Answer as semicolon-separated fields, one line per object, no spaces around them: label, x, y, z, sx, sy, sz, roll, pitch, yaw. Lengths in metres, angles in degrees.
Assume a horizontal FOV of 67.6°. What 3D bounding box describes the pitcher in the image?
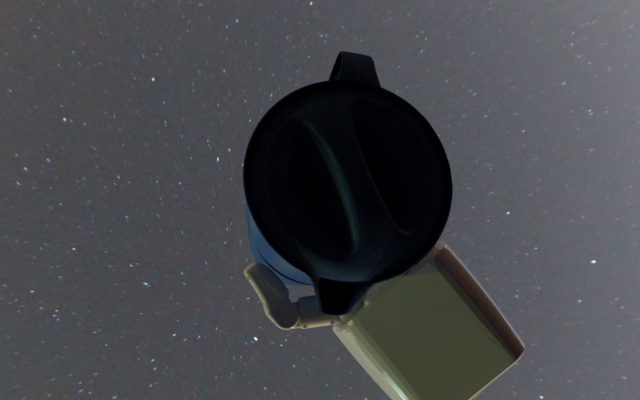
pitcher;0.000;0.002;0.406;0.149;0.145;0.243;-39;-3;-17
